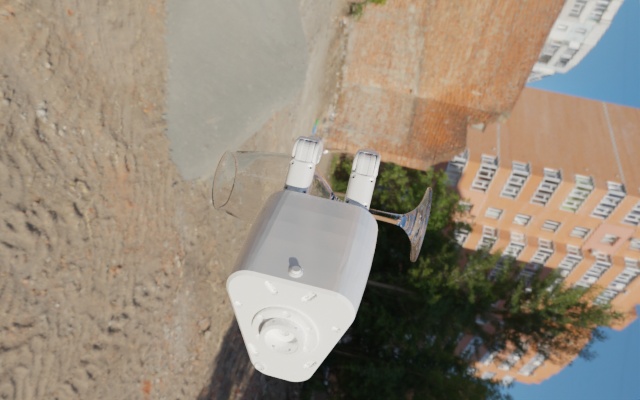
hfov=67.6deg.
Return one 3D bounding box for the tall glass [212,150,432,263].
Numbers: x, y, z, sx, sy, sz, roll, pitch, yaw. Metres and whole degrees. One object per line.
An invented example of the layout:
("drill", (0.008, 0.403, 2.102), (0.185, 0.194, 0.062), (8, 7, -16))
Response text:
("tall glass", (0.001, 0.002, 0.465), (0.201, 0.079, 0.079), (13, 1, 6))
